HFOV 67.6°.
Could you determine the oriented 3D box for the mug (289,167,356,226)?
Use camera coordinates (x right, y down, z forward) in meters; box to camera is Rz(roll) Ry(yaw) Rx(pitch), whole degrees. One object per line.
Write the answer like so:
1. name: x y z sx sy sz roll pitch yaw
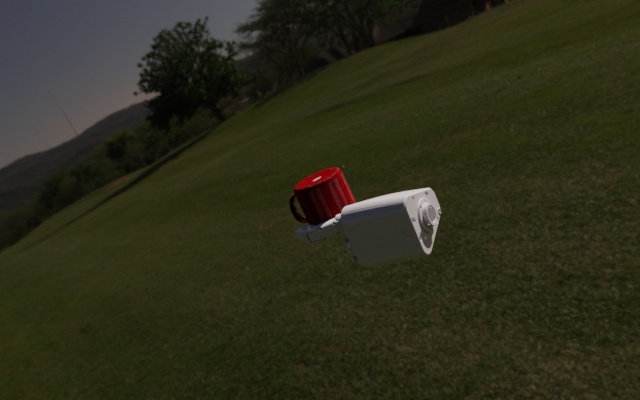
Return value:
1. mug: -0.001 0.003 0.760 0.117 0.081 0.093 -14 18 36
